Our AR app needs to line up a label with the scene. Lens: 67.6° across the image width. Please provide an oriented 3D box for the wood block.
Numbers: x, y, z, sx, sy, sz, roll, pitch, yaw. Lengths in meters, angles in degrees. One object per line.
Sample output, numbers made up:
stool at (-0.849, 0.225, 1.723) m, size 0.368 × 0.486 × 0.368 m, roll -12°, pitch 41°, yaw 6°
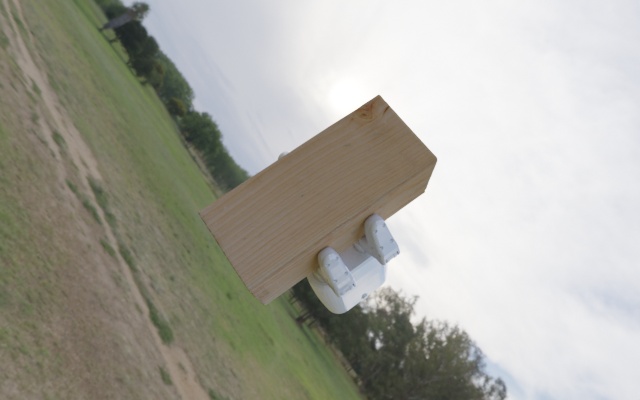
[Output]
wood block at (0.000, 0.001, 0.472) m, size 0.206 × 0.090 × 0.090 m, roll -34°, pitch -19°, yaw -10°
